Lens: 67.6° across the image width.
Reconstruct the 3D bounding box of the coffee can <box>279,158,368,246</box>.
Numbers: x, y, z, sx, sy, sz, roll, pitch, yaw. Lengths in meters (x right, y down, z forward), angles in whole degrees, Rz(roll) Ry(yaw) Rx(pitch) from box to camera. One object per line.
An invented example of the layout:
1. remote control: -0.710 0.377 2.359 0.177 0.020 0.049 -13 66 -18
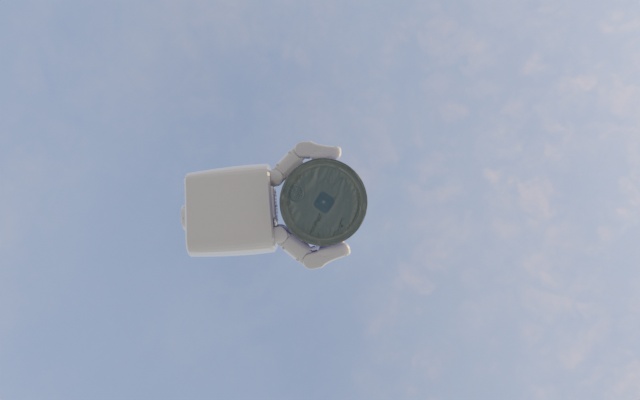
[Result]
1. coffee can: 0.000 0.002 0.620 0.103 0.103 0.140 0 0 -3
